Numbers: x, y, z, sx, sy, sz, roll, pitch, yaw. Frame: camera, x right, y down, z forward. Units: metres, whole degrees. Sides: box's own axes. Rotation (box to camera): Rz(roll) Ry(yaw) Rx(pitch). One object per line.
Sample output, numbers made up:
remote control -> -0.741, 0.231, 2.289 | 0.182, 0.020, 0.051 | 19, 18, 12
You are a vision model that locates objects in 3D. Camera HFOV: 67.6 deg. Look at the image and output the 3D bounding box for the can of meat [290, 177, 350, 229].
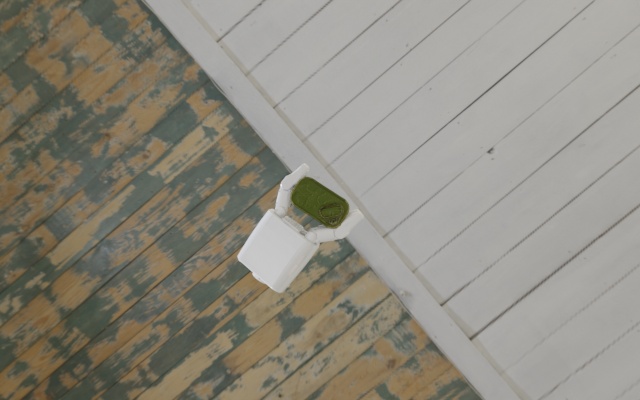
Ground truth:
can of meat -> 0.000, 0.003, 0.853 | 0.102, 0.057, 0.084 | 33, 2, 1
